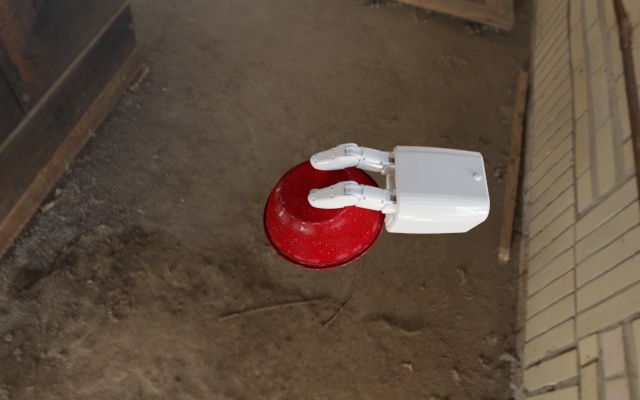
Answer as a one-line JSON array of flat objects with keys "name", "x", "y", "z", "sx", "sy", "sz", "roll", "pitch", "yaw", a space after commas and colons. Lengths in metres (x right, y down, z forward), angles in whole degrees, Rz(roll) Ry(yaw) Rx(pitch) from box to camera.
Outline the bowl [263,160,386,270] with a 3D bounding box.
[{"name": "bowl", "x": -0.001, "y": 0.002, "z": 0.598, "sx": 0.162, "sy": 0.162, "sz": 0.055, "roll": 0, "pitch": -31, "yaw": 10}]
